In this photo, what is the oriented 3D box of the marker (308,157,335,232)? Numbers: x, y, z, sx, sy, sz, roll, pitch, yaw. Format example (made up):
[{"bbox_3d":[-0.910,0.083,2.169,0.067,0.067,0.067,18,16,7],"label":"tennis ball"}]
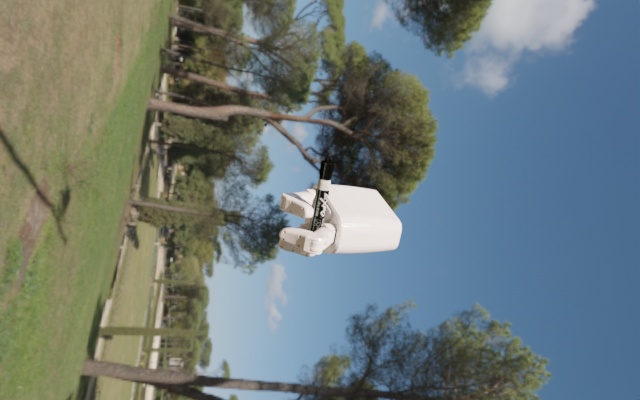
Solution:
[{"bbox_3d":[0.000,0.002,0.633,0.020,0.121,0.020,10,16,-3],"label":"marker"}]
